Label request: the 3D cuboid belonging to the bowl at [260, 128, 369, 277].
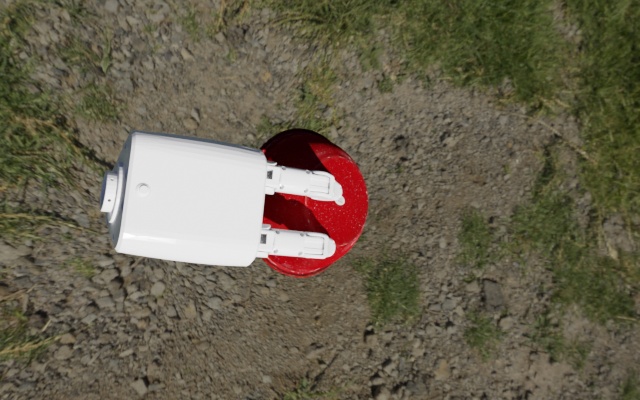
[{"bbox_3d":[0.001,0.001,0.502,0.162,0.162,0.055,0,-1,-43],"label":"bowl"}]
